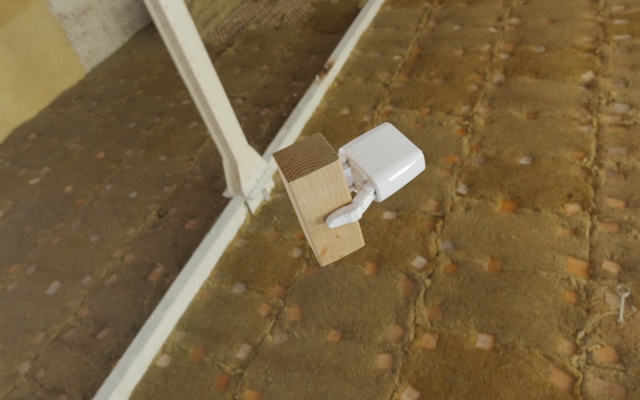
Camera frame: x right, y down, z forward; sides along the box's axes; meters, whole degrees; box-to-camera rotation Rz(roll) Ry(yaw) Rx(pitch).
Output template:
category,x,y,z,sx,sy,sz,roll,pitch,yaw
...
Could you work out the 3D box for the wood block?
category,x,y,z,sx,sy,sz,roll,pitch,yaw
wood block,0.001,0.003,0.814,0.090,0.206,0.090,-26,42,-6
